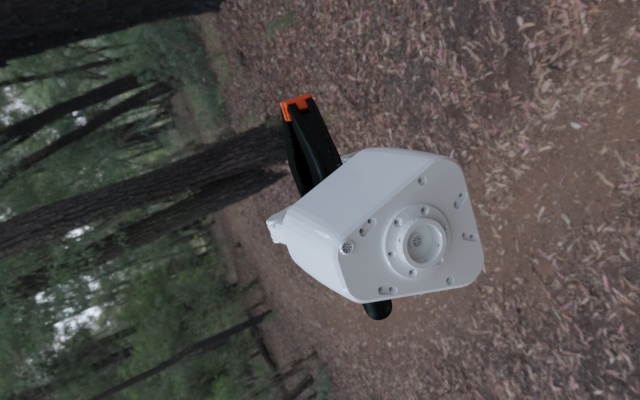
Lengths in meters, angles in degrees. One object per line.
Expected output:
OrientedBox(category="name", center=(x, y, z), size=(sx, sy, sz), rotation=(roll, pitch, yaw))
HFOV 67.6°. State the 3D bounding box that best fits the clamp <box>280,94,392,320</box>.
OrientedBox(category="clamp", center=(-0.001, 0.001, 0.476), size=(0.036, 0.210, 0.164), rotation=(-22, 14, -18))
